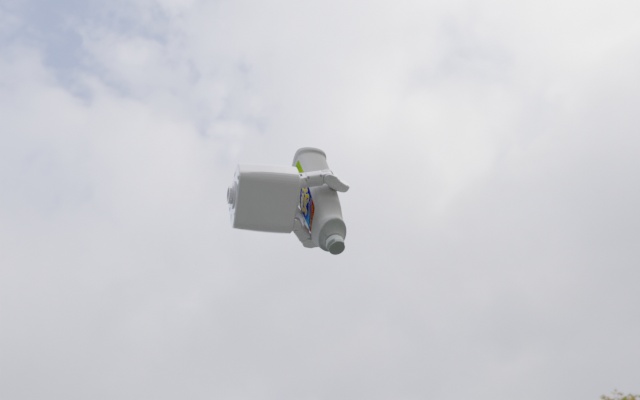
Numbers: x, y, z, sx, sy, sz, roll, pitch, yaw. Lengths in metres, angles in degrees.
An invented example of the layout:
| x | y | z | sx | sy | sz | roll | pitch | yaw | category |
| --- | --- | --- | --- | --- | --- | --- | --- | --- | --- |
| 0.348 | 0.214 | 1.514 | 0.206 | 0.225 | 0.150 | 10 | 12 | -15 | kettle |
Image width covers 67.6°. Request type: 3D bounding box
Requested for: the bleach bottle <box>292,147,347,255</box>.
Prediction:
| x | y | z | sx | sy | sz | roll | pitch | yaw | category |
| --- | --- | --- | --- | --- | --- | --- | --- | --- | --- |
| 0.000 | 0.003 | 0.879 | 0.068 | 0.103 | 0.250 | 4 | 32 | -19 | bleach bottle |
